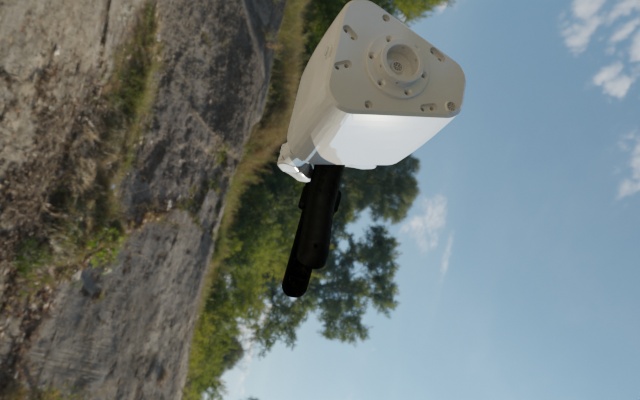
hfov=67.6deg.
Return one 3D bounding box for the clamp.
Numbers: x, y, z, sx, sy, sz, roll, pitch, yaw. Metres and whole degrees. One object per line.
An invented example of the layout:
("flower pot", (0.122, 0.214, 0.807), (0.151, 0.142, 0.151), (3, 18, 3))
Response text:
("clamp", (0.001, 0.001, 0.438), (0.039, 0.171, 0.120), (15, -17, -11))
